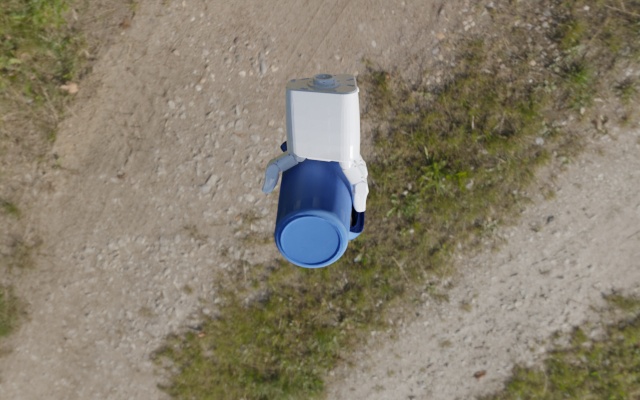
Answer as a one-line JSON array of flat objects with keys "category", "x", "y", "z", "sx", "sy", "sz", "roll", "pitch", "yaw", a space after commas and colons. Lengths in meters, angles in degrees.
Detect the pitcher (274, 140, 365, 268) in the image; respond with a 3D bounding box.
[{"category": "pitcher", "x": 0.000, "y": 0.002, "z": 0.786, "sx": 0.149, "sy": 0.145, "sz": 0.242, "roll": -1, "pitch": 31, "yaw": 4}]
